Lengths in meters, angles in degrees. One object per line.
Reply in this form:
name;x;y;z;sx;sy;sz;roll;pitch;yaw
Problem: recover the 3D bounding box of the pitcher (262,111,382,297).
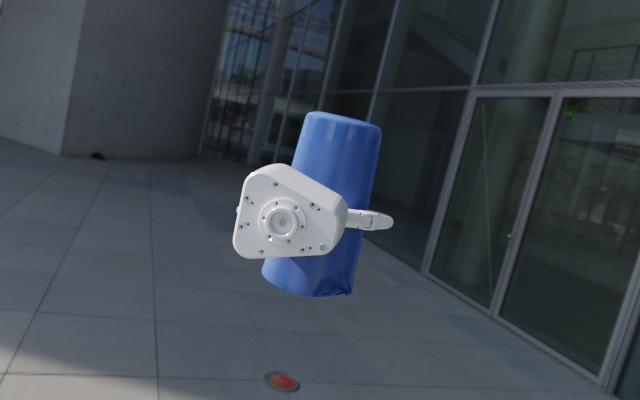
pitcher;0.000;0.002;0.676;0.149;0.243;0.145;14;8;7
